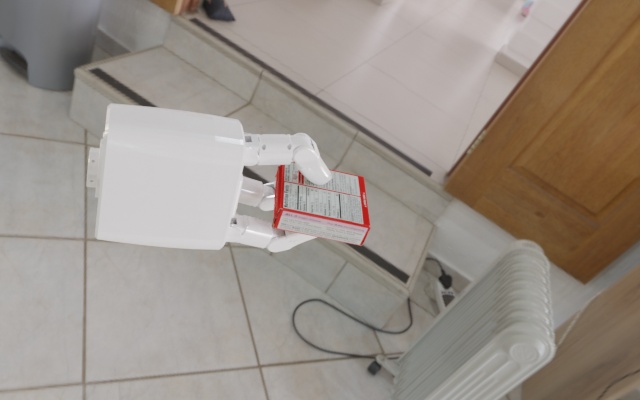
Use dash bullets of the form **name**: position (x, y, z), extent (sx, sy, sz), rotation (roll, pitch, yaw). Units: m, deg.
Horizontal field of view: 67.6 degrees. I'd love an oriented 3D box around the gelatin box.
- **gelatin box**: position (0.001, 0.001, 0.459), extent (0.089, 0.030, 0.073), rotation (11, 41, -12)
